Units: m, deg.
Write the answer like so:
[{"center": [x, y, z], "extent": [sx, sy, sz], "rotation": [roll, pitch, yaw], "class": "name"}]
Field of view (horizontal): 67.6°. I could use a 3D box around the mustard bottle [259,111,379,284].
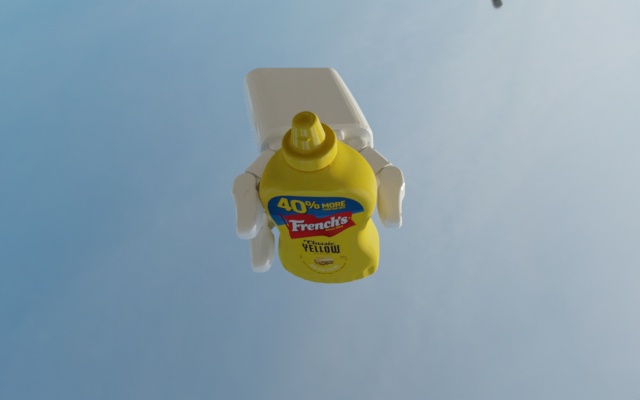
[{"center": [0.000, 0.002, 0.406], "extent": [0.096, 0.058, 0.192], "rotation": [2, -38, 10], "class": "mustard bottle"}]
